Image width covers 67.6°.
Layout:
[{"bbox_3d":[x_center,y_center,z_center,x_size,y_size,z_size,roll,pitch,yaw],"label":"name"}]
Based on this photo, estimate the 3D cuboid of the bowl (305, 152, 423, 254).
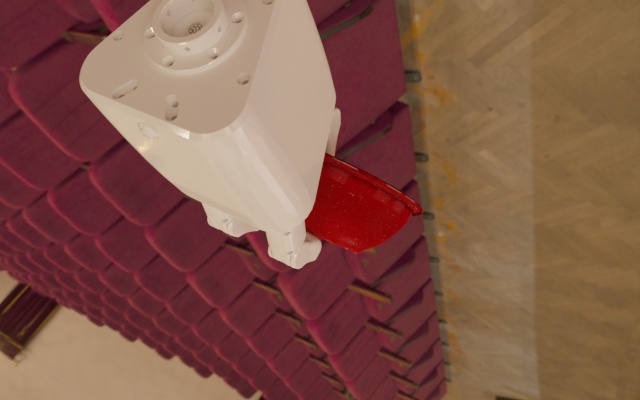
[{"bbox_3d":[0.001,0.002,0.401,0.162,0.055,0.162,24,-4,2],"label":"bowl"}]
